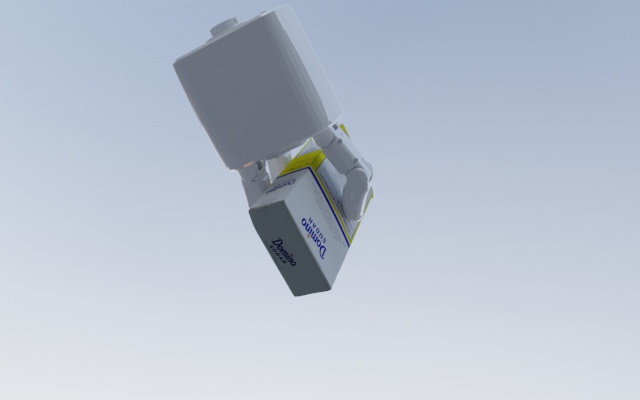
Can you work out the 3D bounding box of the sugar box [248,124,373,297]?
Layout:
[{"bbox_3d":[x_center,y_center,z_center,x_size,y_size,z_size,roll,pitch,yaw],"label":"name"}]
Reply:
[{"bbox_3d":[0.000,0.001,0.465,0.048,0.093,0.176,-16,21,29],"label":"sugar box"}]
